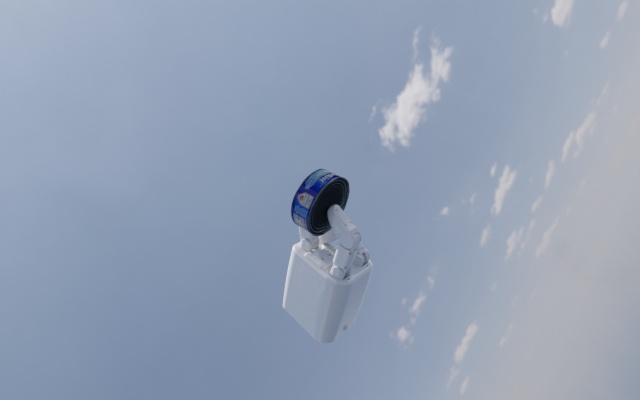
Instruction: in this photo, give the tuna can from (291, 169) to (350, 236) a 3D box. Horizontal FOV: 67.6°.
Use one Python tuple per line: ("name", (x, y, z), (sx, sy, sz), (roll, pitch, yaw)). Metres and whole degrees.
("tuna can", (0.000, 0.002, 0.632), (0.033, 0.086, 0.086), (29, 14, 28))
